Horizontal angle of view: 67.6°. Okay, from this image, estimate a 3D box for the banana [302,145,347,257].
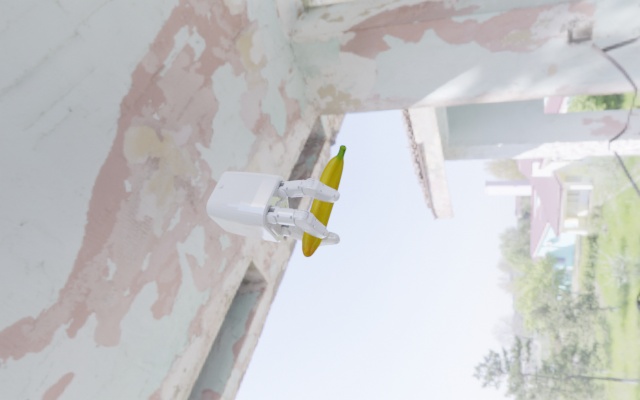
[{"bbox_3d":[0.003,0.004,0.810,0.037,0.197,0.070,15,-13,9],"label":"banana"}]
